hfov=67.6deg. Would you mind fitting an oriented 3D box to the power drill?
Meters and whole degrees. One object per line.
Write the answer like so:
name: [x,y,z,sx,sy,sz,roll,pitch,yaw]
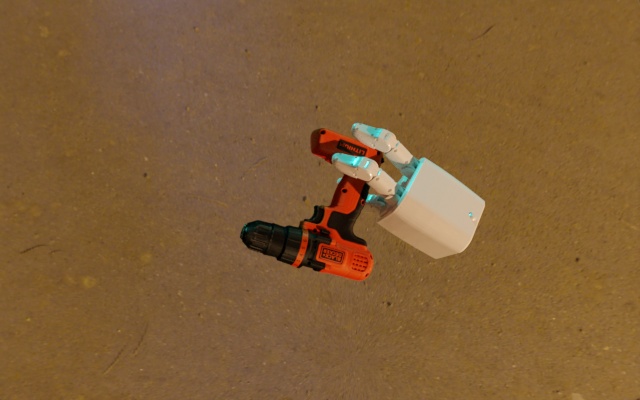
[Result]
power drill: [0.000,0.002,0.650,0.184,0.187,0.057,18,-9,-17]
